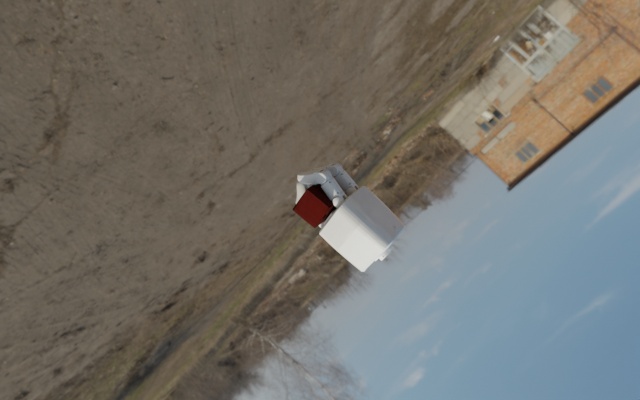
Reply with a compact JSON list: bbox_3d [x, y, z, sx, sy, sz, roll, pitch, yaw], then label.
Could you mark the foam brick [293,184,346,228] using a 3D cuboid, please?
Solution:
[{"bbox_3d":[0.000,0.003,0.832,0.051,0.053,0.078,41,32,9],"label":"foam brick"}]
